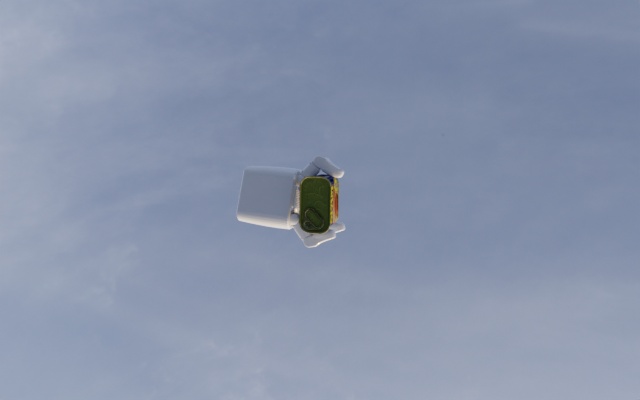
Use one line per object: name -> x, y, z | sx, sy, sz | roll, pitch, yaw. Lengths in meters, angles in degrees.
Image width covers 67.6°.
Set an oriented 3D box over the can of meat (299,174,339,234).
can of meat -> 0.000, 0.003, 0.876 | 0.057, 0.102, 0.084 | 3, 8, 14
